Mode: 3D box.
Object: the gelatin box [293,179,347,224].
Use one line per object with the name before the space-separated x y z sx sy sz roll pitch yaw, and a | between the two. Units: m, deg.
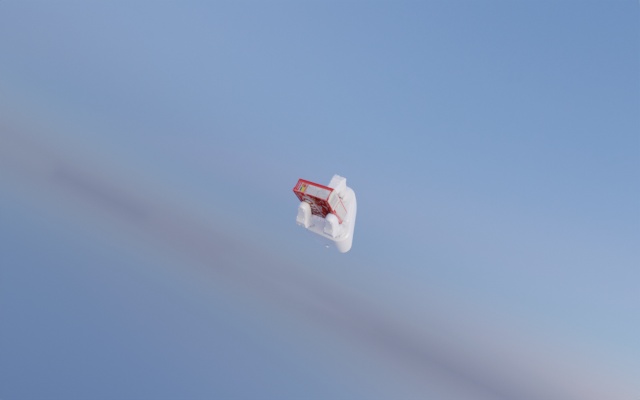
gelatin box | 0.000 0.002 0.848 0.073 0.030 0.089 19 -22 28
